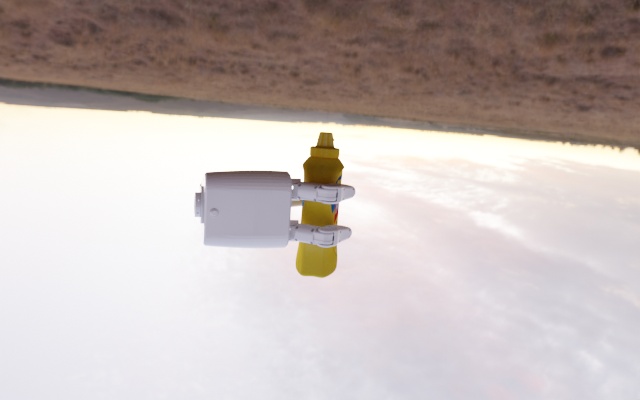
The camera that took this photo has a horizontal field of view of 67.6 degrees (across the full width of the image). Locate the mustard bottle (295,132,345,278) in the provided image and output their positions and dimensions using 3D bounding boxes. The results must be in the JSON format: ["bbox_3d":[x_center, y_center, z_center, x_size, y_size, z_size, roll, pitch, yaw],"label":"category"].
[{"bbox_3d":[0.000,0.002,0.657,0.058,0.191,0.096,5,10,8],"label":"mustard bottle"}]
